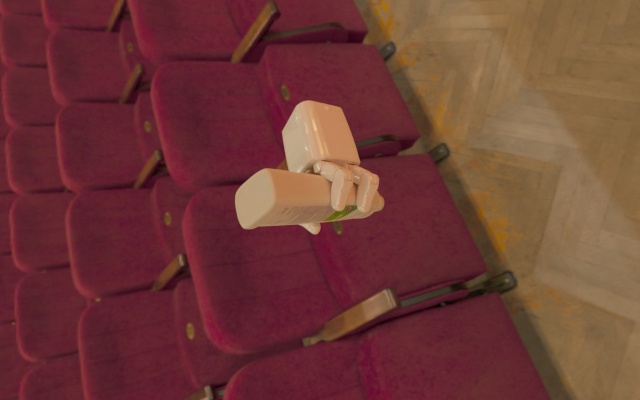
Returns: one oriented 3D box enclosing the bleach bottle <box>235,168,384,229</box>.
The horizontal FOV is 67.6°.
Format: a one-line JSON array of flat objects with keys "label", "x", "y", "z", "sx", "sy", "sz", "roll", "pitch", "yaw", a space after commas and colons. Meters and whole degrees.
[{"label": "bleach bottle", "x": 0.000, "y": 0.002, "z": 0.750, "sx": 0.251, "sy": 0.068, "sz": 0.102, "roll": 3, "pitch": -27, "yaw": -41}]
